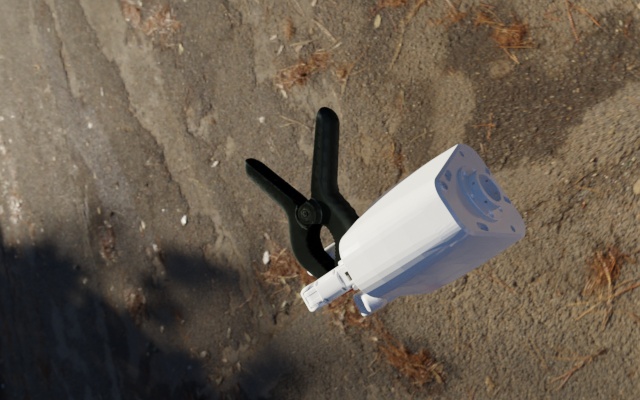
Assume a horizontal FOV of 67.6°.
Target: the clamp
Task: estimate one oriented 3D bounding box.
[{"bbox_3d":[0.000,0.002,0.451,0.039,0.171,0.120,-16,-19,-50],"label":"clamp"}]
